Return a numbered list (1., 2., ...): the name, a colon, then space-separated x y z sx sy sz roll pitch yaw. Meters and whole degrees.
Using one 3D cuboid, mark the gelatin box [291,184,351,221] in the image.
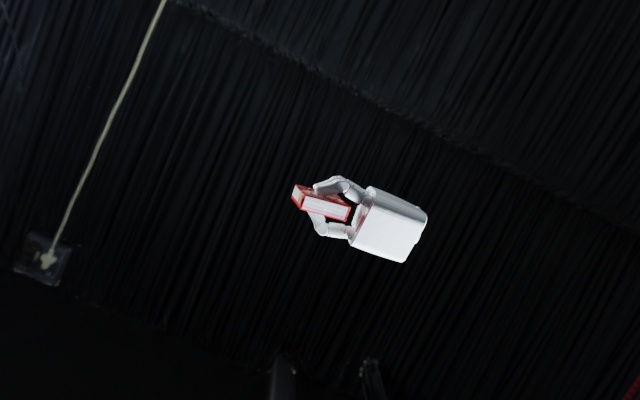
1. gelatin box: 0.000 0.003 0.844 0.089 0.030 0.073 15 12 -19
